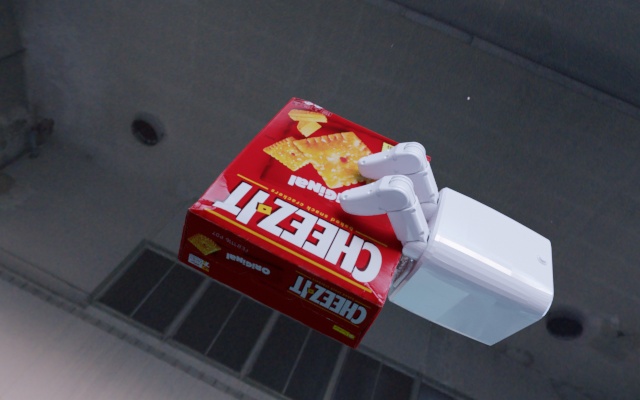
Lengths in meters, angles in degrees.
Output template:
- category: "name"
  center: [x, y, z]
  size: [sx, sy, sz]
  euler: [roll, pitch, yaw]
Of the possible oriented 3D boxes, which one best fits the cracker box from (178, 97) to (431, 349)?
- category: "cracker box"
  center: [0.000, 0.001, 0.442]
  size: [0.164, 0.072, 0.213]
  euler: [25, 40, 4]
